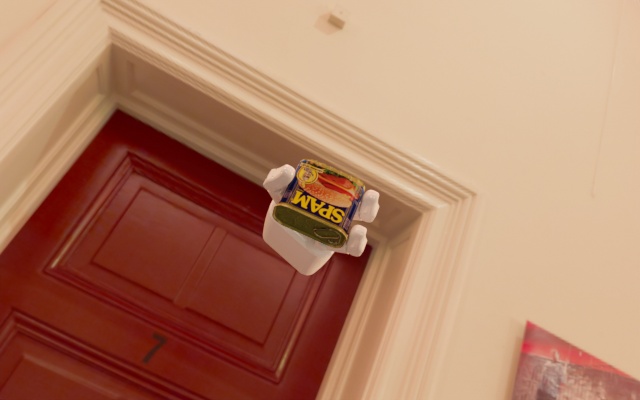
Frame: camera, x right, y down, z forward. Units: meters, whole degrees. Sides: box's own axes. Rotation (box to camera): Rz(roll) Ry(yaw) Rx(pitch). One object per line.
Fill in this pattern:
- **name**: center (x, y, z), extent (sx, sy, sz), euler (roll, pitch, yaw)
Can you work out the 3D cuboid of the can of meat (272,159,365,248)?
- **can of meat**: center (0.000, 0.002, 0.634), extent (0.102, 0.084, 0.057), euler (24, -29, 1)
